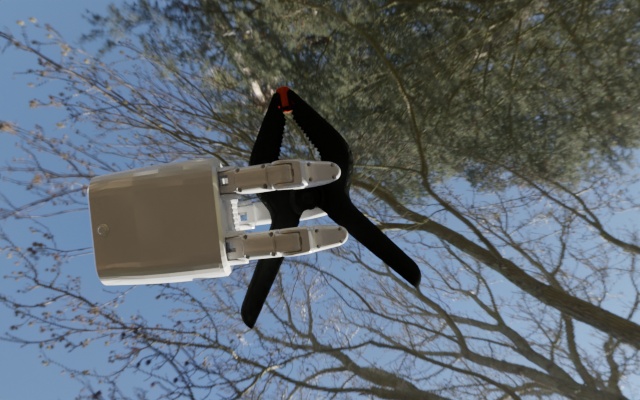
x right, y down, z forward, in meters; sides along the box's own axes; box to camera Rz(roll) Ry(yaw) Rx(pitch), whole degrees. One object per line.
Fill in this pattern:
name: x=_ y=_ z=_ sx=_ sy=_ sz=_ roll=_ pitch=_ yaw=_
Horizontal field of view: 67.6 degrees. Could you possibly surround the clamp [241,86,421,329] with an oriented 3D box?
clamp: x=0.000 y=0.001 z=0.432 sx=0.164 sy=0.210 sz=0.036 roll=-7 pitch=-1 yaw=-2
